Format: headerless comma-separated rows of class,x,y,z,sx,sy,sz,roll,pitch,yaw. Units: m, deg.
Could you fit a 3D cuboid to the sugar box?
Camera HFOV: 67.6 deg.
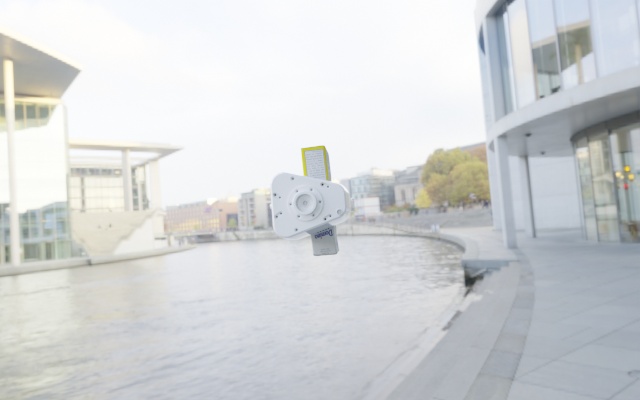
sugar box,0.000,0.003,0.801,0.048,0.176,0.093,-5,-3,4
